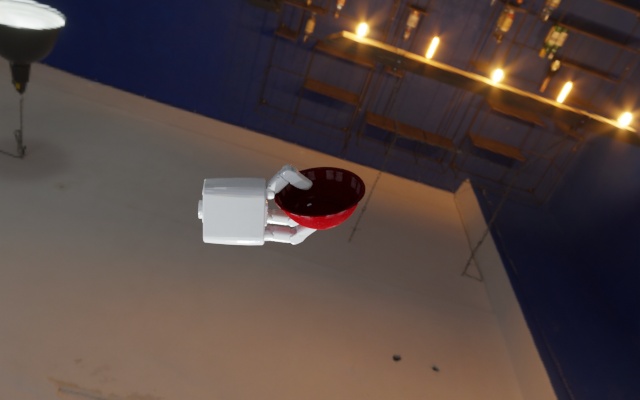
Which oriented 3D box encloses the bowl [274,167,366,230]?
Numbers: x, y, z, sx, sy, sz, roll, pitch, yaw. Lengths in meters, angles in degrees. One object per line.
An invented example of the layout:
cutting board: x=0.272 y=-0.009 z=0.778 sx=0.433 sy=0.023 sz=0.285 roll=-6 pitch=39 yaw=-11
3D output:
bowl: x=0.001 y=0.003 z=0.848 sx=0.162 sy=0.055 sz=0.162 roll=-5 pitch=33 yaw=3
